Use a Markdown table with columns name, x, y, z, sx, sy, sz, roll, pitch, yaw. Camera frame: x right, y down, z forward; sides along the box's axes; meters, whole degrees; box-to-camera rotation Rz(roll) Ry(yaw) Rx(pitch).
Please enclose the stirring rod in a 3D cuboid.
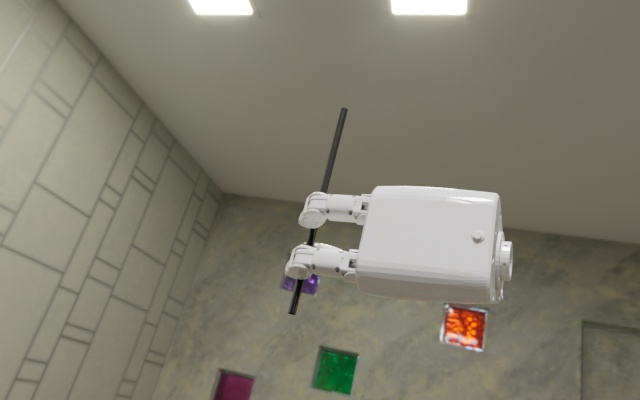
| name | x | y | z | sx | sy | sz | roll | pitch | yaw |
| --- | --- | --- | --- | --- | --- | --- | --- | --- | --- |
| stirring rod | 0.000 | 0.002 | 0.504 | 0.011 | 0.239 | 0.011 | 12 | -24 | 5 |
